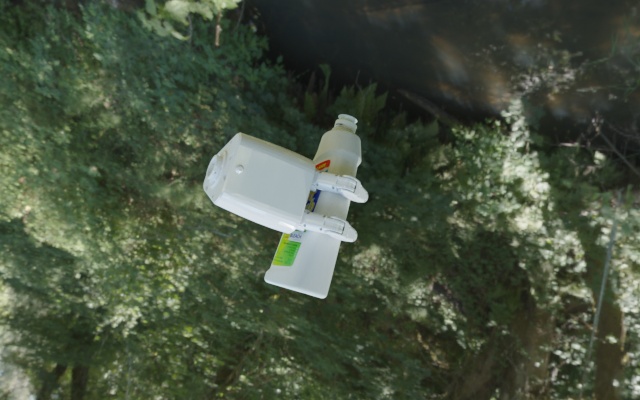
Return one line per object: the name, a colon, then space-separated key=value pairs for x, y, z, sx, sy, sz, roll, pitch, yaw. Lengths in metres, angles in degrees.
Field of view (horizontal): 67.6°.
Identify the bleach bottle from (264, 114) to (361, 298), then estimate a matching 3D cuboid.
bleach bottle: x=0.000 y=0.002 z=0.661 sx=0.068 sy=0.250 sz=0.102 roll=22 pitch=-12 yaw=-27
